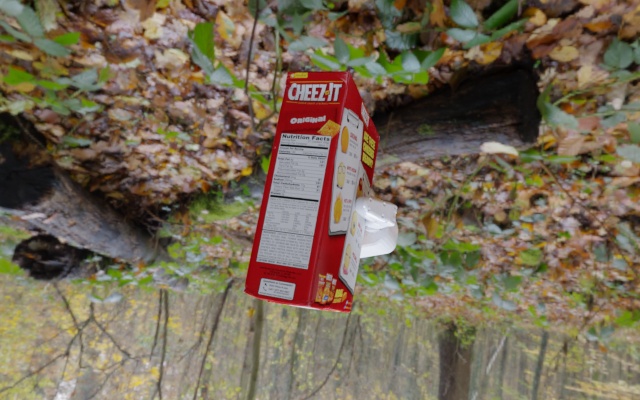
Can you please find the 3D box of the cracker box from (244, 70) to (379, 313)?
[{"bbox_3d":[0.000,0.002,0.490,0.072,0.213,0.164,6,-12,18],"label":"cracker box"}]
